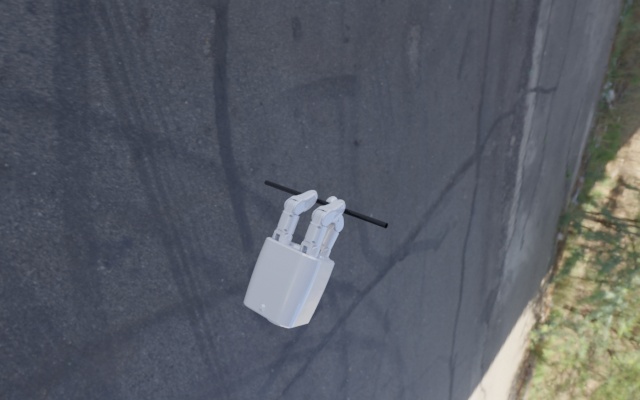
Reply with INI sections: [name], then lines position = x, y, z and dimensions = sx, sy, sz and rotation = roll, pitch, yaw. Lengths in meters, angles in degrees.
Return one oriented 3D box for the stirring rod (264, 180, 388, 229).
[stirring rod]
position = 0.000, 0.002, 0.737
dimensions = 0.239, 0.011, 0.011
rotation = 20, 12, 36
